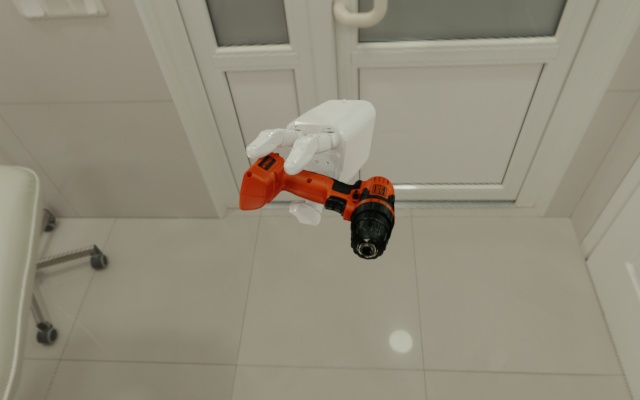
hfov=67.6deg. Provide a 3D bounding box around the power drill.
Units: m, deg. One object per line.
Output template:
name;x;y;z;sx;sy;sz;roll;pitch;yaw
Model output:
power drill;0.000;0.002;0.589;0.187;0.057;0.184;16;22;5
